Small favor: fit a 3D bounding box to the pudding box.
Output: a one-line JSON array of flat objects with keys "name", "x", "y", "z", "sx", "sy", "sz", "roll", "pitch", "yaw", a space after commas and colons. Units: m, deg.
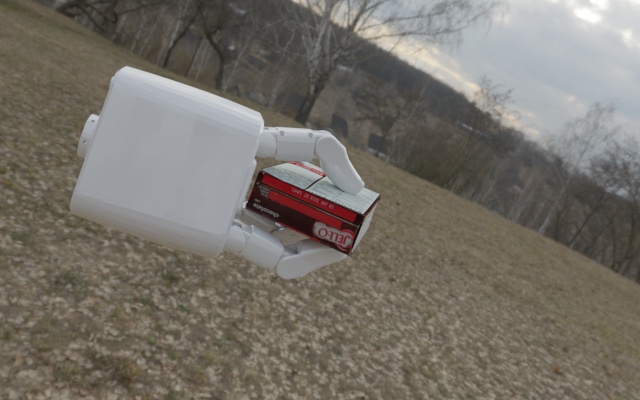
[{"name": "pudding box", "x": 0.000, "y": 0.001, "z": 0.407, "sx": 0.090, "sy": 0.039, "sz": 0.113, "roll": 25, "pitch": 15, "yaw": 9}]
